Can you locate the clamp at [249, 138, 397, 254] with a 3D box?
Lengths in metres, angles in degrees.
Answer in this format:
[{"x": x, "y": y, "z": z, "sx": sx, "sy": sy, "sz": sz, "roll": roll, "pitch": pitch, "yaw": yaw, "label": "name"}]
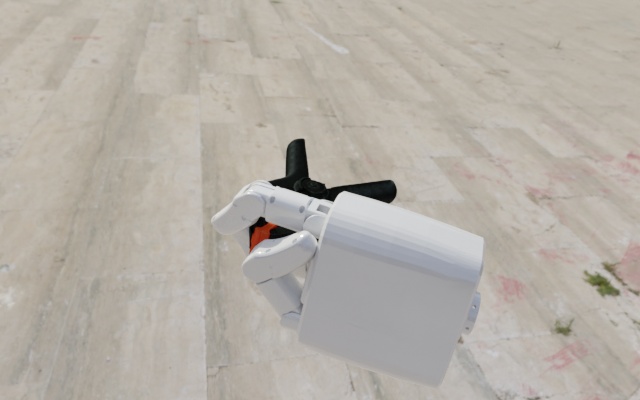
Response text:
[{"x": 0.000, "y": 0.001, "z": 0.424, "sx": 0.120, "sy": 0.039, "sz": 0.171, "roll": 17, "pitch": 36, "yaw": 11, "label": "clamp"}]
